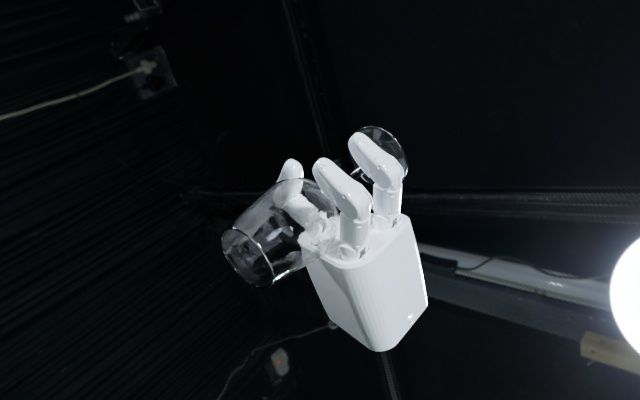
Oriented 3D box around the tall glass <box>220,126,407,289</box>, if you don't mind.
[{"bbox_3d":[0.000,0.001,0.457,0.079,0.079,0.201,0,28,45],"label":"tall glass"}]
